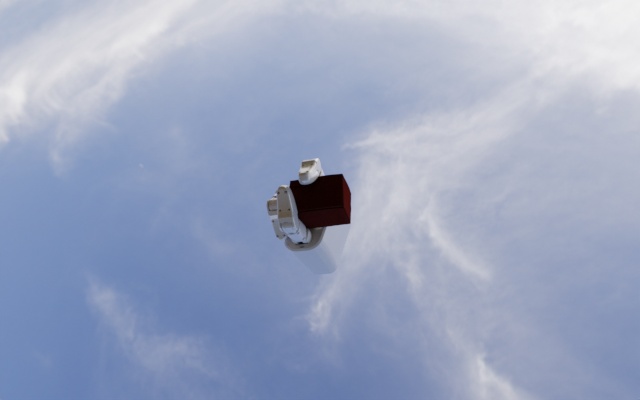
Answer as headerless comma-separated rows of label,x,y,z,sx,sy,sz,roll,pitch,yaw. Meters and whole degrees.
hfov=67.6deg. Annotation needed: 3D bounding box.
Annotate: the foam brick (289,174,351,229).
foam brick,0.000,0.002,0.651,0.078,0.053,0.051,-7,-31,16
